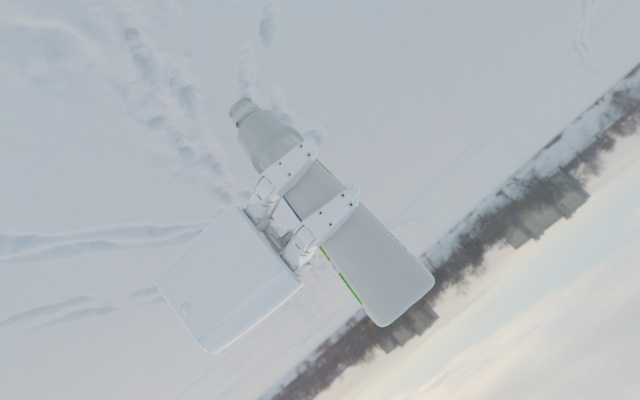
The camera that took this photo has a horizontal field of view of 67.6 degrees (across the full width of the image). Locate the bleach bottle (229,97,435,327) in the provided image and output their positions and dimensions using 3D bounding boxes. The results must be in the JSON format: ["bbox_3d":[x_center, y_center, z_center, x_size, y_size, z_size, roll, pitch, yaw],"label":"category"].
[{"bbox_3d":[0.000,0.001,0.458,0.068,0.250,0.102,-40,-13,-1],"label":"bleach bottle"}]
